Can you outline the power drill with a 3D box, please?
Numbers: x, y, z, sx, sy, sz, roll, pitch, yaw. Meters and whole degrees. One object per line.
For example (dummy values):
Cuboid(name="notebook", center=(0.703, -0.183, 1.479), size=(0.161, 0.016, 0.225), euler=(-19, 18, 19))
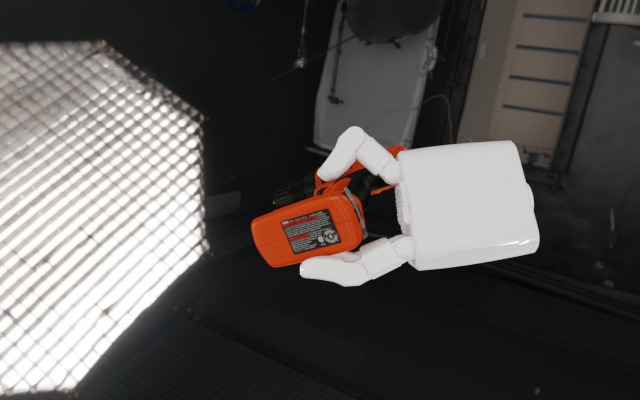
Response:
Cuboid(name="power drill", center=(0.000, 0.002, 0.518), size=(0.184, 0.057, 0.187), euler=(-19, 14, 26))
